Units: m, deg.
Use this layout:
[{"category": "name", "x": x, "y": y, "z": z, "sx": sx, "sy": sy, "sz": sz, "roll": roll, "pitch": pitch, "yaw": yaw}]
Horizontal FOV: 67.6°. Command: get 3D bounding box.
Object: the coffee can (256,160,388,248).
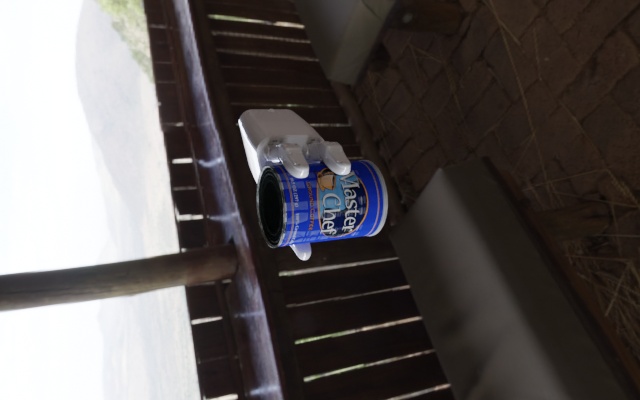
[{"category": "coffee can", "x": 0.000, "y": 0.002, "z": 0.613, "sx": 0.140, "sy": 0.103, "sz": 0.103, "roll": -5, "pitch": 2, "yaw": -25}]
